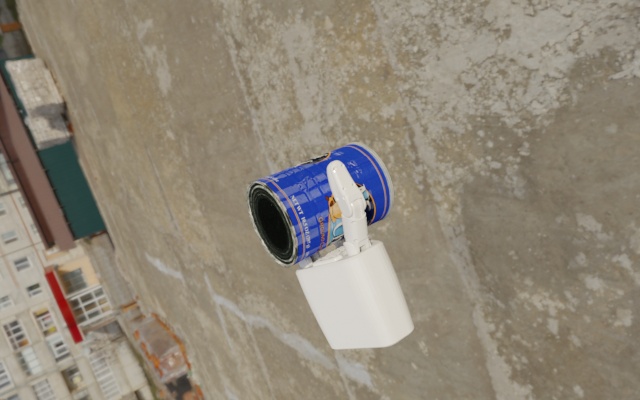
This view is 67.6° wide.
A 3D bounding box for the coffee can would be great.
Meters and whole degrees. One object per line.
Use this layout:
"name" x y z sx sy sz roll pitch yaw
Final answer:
"coffee can" 0.000 0.002 0.556 0.140 0.103 0.103 -24 12 -28
